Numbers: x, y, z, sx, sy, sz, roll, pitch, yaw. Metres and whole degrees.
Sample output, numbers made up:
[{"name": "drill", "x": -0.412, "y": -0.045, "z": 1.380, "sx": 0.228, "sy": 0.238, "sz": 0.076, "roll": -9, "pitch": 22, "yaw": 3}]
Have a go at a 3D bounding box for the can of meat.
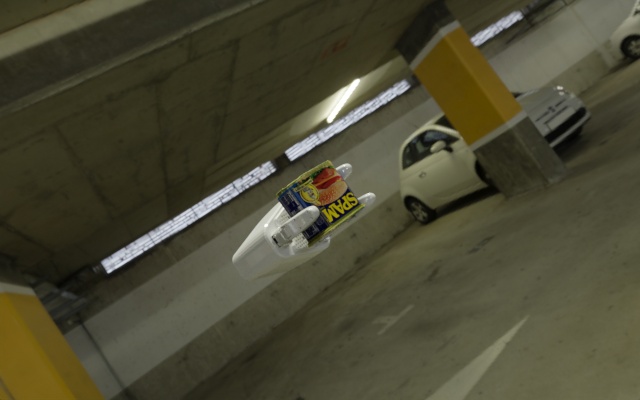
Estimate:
[{"name": "can of meat", "x": 0.000, "y": 0.002, "z": 0.657, "sx": 0.102, "sy": 0.084, "sz": 0.057, "roll": -32, "pitch": -5, "yaw": -44}]
